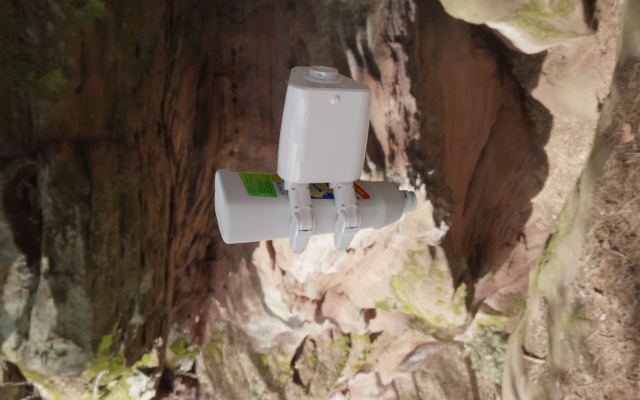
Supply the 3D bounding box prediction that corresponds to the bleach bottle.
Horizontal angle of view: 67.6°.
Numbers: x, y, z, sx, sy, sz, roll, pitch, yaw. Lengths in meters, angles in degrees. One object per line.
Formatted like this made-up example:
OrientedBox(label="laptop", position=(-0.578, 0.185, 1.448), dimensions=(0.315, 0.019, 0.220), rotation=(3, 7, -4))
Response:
OrientedBox(label="bleach bottle", position=(0.000, 0.002, 0.601), dimensions=(0.251, 0.068, 0.102), rotation=(-3, 29, -19))
